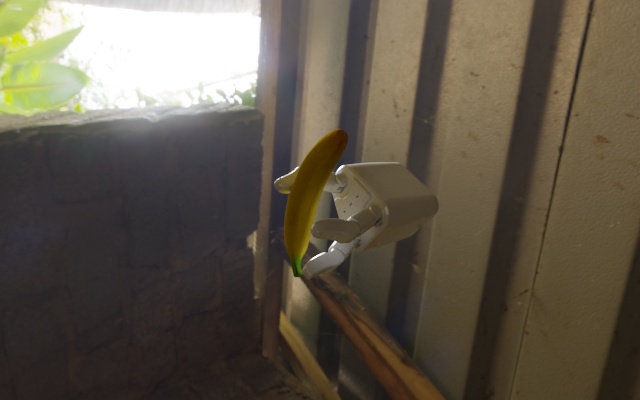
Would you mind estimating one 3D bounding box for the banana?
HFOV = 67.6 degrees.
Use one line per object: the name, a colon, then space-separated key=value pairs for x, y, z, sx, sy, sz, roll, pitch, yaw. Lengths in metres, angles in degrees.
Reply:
banana: x=-0.010 y=-0.005 z=0.577 sx=0.037 sy=0.198 sz=0.069 roll=-4 pitch=33 yaw=-34
